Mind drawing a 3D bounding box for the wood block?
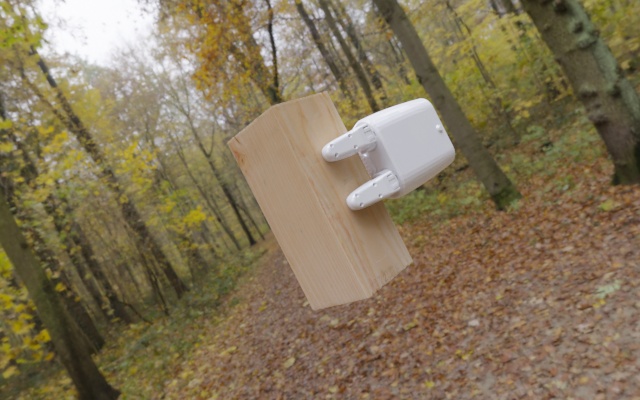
[{"bbox_3d":[0.000,0.002,0.516,0.090,0.206,0.091,-28,1,-44],"label":"wood block"}]
